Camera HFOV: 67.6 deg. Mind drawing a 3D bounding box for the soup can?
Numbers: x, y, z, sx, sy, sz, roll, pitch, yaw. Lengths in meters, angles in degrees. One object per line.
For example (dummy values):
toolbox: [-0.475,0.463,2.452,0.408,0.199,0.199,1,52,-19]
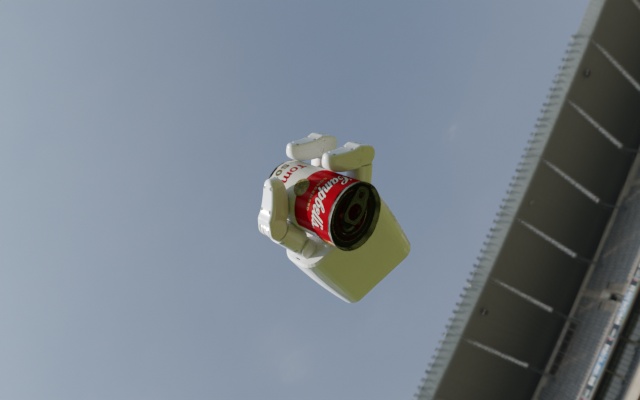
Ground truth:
soup can: [0.000,0.001,0.478,0.068,0.068,0.102,0,16,-44]
